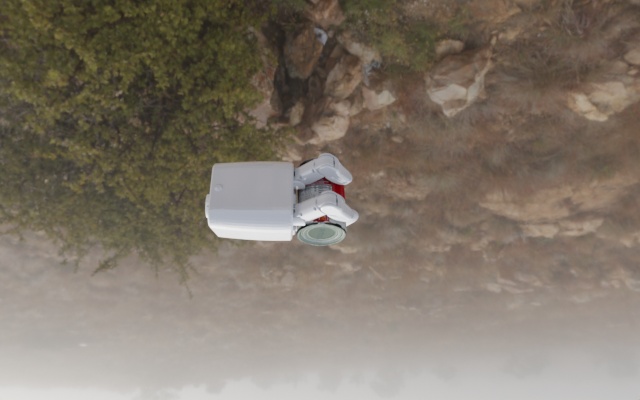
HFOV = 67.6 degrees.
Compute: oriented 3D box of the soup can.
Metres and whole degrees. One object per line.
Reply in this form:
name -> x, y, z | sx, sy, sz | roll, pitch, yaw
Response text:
soup can -> 0.001, 0.002, 0.652 | 0.068, 0.102, 0.068 | -1, -30, -1
